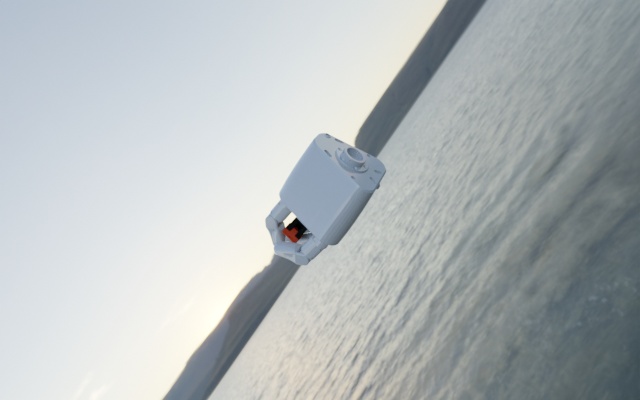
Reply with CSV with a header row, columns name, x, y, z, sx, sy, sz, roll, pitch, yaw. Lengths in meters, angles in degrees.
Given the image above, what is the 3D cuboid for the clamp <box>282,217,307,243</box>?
name,x,y,z,sx,sy,sz,roll,pitch,yaw
clamp,0.000,0.002,0.753,0.039,0.120,0.171,35,36,2
